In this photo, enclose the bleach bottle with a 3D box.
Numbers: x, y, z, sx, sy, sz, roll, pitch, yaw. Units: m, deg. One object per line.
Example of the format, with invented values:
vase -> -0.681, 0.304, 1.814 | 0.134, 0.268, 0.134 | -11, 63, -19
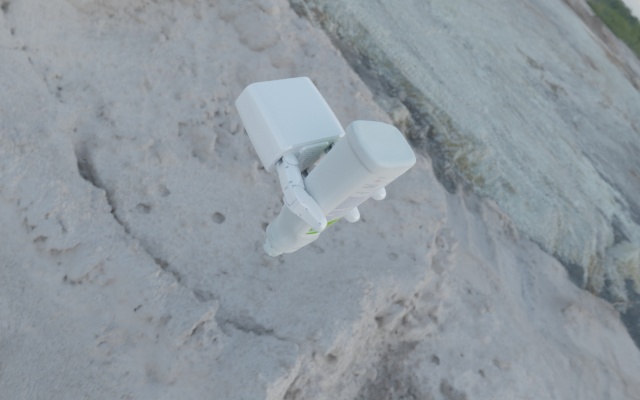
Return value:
bleach bottle -> 0.000, 0.002, 0.611 | 0.102, 0.068, 0.251 | -7, -28, -49
